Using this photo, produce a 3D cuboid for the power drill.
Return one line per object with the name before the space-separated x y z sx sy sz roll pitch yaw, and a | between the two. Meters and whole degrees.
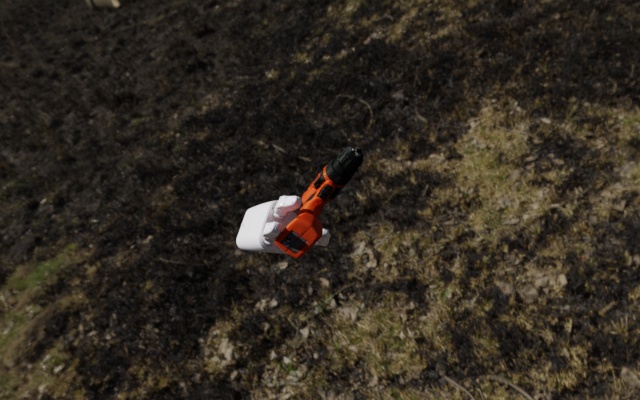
power drill | 0.000 0.003 0.857 0.057 0.187 0.184 36 -45 -5
